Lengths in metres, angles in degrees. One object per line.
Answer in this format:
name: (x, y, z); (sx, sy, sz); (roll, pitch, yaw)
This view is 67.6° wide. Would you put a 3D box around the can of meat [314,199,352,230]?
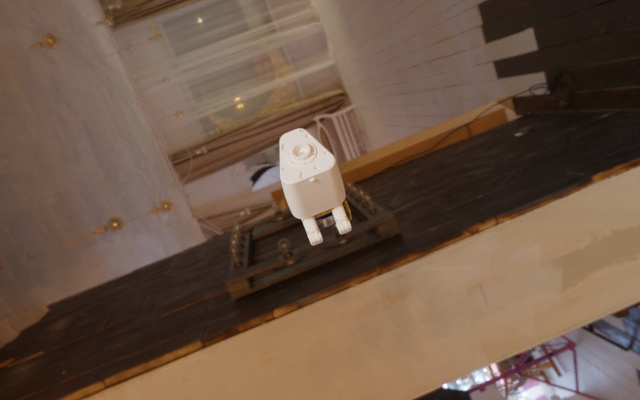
can of meat: (0.000, 0.003, 0.887); (0.084, 0.102, 0.057); (-22, -30, -4)
